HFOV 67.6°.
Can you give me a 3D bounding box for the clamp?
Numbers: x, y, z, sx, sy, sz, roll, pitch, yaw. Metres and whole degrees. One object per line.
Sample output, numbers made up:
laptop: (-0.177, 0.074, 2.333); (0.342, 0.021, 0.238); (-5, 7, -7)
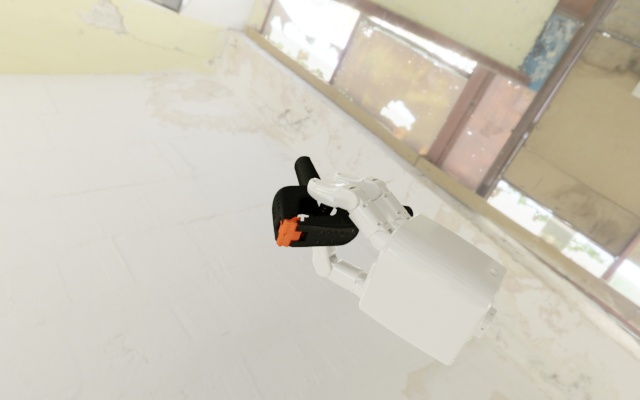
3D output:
clamp: (0.000, 0.003, 0.526); (0.164, 0.036, 0.210); (29, 23, 21)
